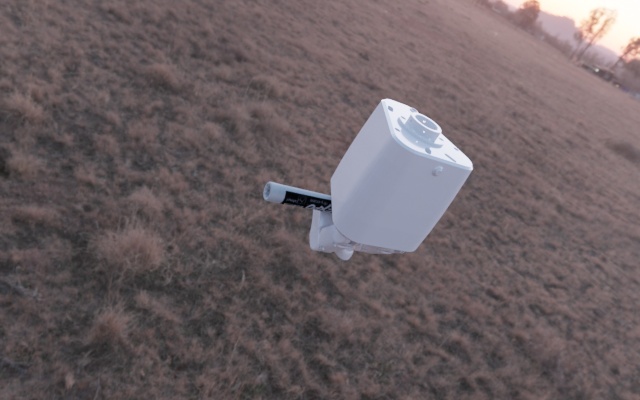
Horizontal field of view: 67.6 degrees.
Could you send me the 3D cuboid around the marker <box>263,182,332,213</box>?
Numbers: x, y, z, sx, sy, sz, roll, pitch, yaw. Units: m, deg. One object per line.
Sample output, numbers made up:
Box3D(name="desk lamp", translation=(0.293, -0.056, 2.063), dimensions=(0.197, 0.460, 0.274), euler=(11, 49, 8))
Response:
Box3D(name="marker", translation=(0.000, 0.002, 0.489), dimensions=(0.121, 0.020, 0.020), euler=(12, -6, -30))
